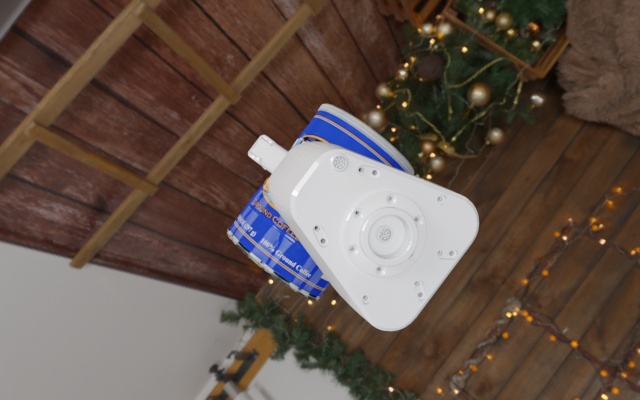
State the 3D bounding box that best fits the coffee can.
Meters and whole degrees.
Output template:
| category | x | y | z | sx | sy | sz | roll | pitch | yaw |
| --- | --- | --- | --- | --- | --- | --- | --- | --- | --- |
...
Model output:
| category | x | y | z | sx | sy | sz | roll | pitch | yaw |
| --- | --- | --- | --- | --- | --- | --- | --- | --- | --- |
| coffee can | 0.000 | 0.001 | 0.425 | 0.103 | 0.140 | 0.103 | 37 | -1 | 1 |
